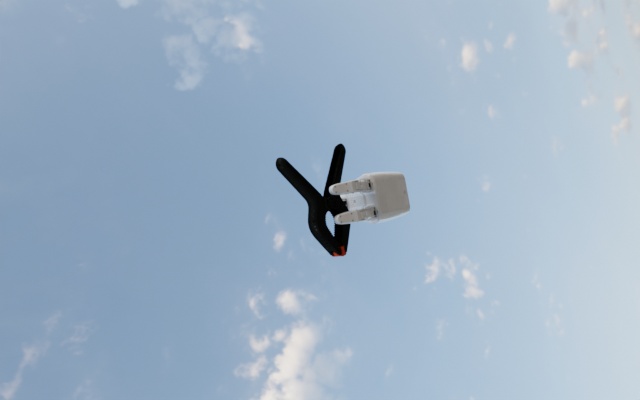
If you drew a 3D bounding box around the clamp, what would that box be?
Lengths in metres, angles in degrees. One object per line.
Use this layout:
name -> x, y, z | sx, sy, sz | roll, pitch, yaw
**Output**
clamp -> 0.000, 0.003, 0.870 | 0.164, 0.210, 0.036 | -9, -1, -40
